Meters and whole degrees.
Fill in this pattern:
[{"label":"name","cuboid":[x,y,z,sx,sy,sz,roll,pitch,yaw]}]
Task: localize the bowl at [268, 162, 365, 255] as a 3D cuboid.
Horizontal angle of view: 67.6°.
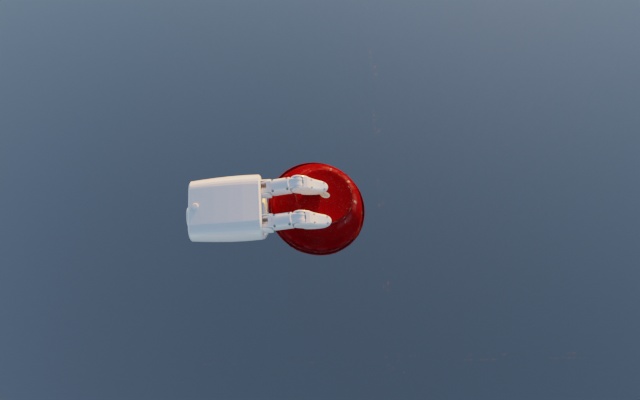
[{"label":"bowl","cuboid":[0.001,0.002,0.757,0.162,0.162,0.055,0,-21,-13]}]
